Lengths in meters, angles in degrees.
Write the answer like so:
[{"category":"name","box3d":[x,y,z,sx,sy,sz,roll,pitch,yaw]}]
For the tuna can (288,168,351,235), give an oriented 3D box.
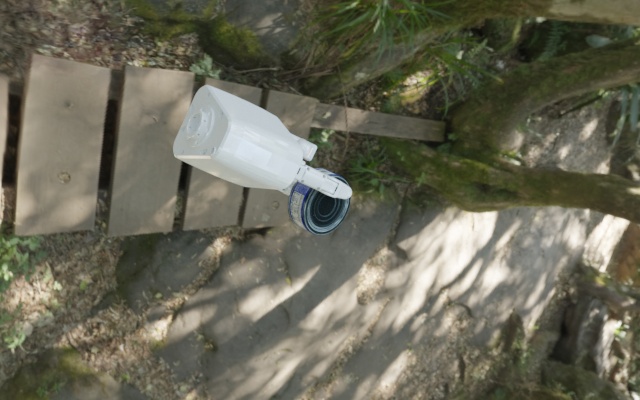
[{"category":"tuna can","box3d":[0.001,0.002,0.637,0.086,0.086,0.033,0,18,-43]}]
